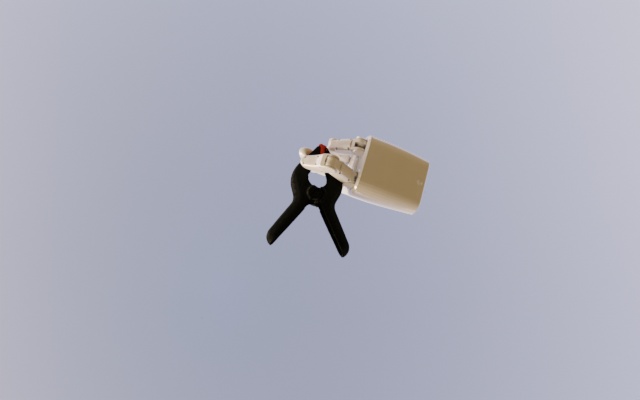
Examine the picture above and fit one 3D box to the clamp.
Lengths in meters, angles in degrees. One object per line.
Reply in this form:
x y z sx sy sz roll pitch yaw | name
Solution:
0.000 0.002 0.711 0.120 0.171 0.039 21 -17 -10 | clamp
